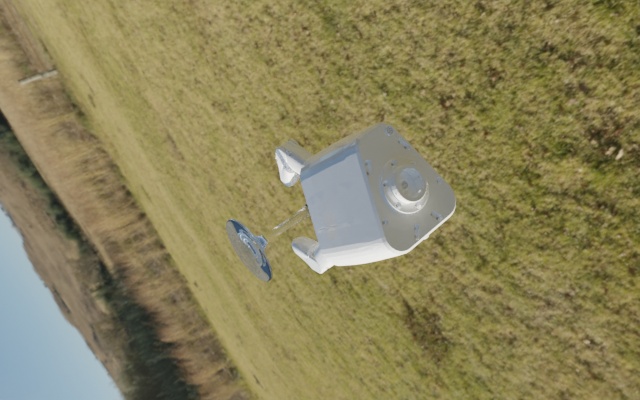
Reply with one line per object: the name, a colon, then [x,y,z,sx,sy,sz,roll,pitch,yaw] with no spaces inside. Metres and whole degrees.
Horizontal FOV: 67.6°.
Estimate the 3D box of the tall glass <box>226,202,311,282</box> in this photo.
tall glass: [-0.001,0.002,0.527,0.201,0.079,0.079,-34,18,-28]
